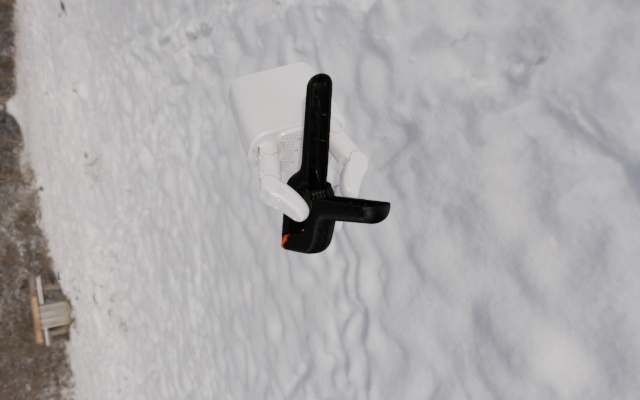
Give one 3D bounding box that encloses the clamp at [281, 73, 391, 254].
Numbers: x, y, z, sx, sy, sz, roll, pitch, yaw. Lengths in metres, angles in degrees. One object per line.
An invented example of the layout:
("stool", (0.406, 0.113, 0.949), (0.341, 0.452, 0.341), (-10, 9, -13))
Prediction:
("clamp", (-0.001, 0.002, 0.494), (0.036, 0.164, 0.210), (-6, -37, -25))
